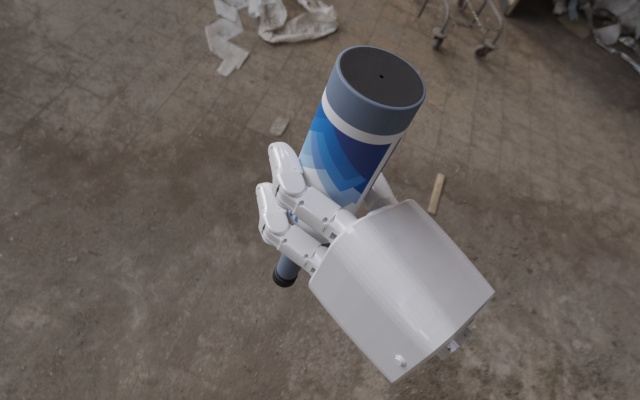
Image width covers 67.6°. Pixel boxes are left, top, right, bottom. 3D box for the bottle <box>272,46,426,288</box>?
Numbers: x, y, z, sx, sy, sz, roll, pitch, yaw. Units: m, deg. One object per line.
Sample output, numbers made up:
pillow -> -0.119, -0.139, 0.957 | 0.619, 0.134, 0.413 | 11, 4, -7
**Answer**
bottle -> 0.000, 0.001, 0.438 | 0.069, 0.069, 0.296 | 0, -36, -21
